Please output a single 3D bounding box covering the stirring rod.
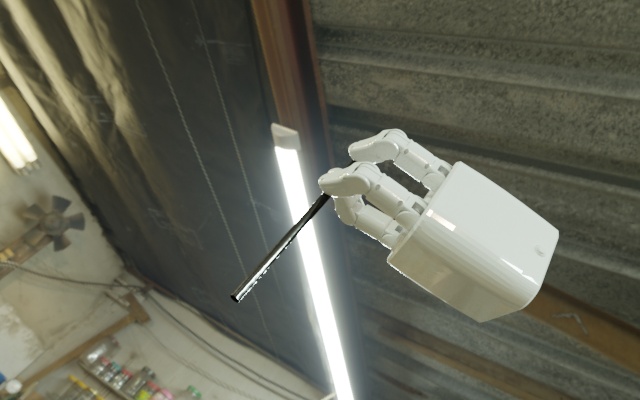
[{"bbox_3d":[0.000,0.002,0.427,0.011,0.011,0.239,0,37,42],"label":"stirring rod"}]
